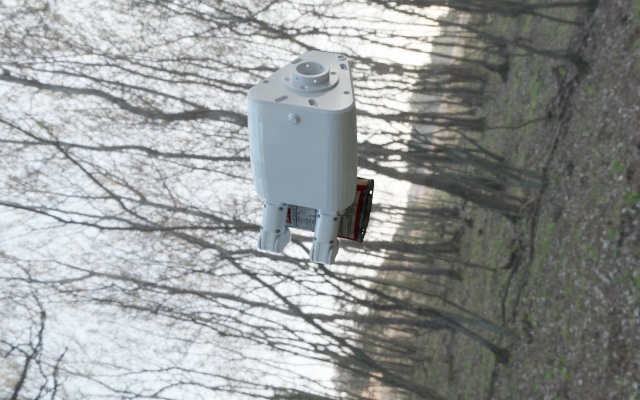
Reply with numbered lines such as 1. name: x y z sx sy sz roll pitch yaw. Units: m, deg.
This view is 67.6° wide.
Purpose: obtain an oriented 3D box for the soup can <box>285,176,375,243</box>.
1. soup can: 0.000 0.002 0.503 0.102 0.068 0.068 11 2 12
